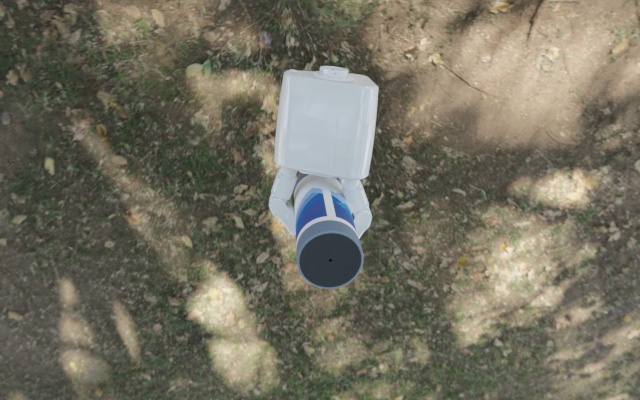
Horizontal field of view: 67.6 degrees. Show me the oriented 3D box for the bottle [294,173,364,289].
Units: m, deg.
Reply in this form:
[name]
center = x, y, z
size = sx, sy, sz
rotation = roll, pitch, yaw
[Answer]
[bottle]
center = 0.000, 0.002, 0.607
size = 0.069, 0.069, 0.295
rotation = 0, 23, -4
